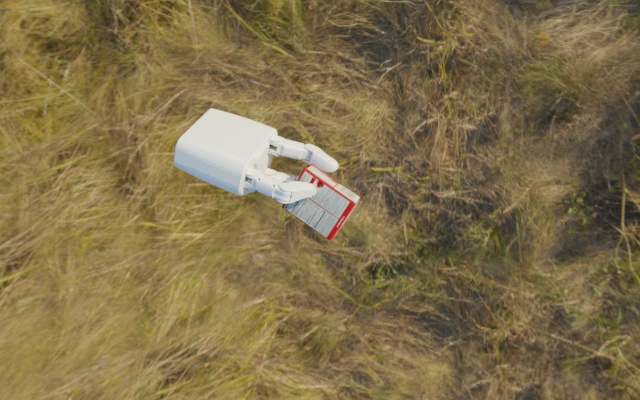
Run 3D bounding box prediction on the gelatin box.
[{"bbox_3d":[0.000,0.003,0.681,0.089,0.073,0.030,35,27,6],"label":"gelatin box"}]
